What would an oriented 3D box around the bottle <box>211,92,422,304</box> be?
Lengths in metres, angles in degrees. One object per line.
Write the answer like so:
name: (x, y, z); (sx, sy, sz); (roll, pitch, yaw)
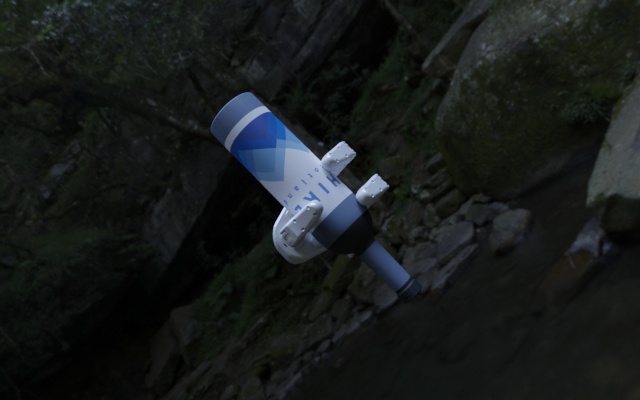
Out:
bottle: (0.000, 0.002, 0.544); (0.069, 0.295, 0.069); (-45, -5, -5)
